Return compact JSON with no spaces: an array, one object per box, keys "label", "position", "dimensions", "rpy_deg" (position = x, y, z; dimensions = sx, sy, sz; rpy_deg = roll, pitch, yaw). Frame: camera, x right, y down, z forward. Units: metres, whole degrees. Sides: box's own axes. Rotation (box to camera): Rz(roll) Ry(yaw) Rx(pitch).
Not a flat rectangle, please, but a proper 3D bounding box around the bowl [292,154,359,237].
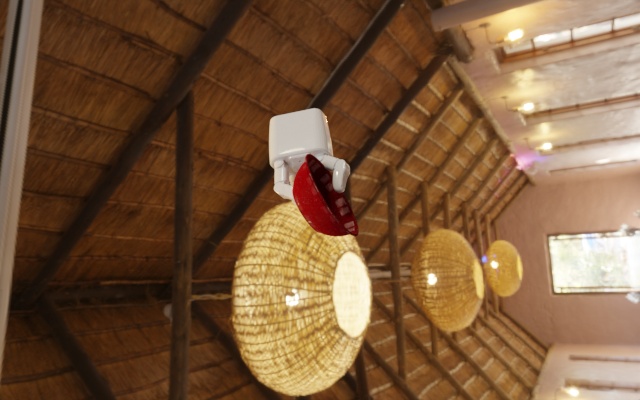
[{"label":"bowl","position":[0.000,0.004,0.811],"dimensions":[0.055,0.162,0.162],"rpy_deg":[-32,-8,13]}]
